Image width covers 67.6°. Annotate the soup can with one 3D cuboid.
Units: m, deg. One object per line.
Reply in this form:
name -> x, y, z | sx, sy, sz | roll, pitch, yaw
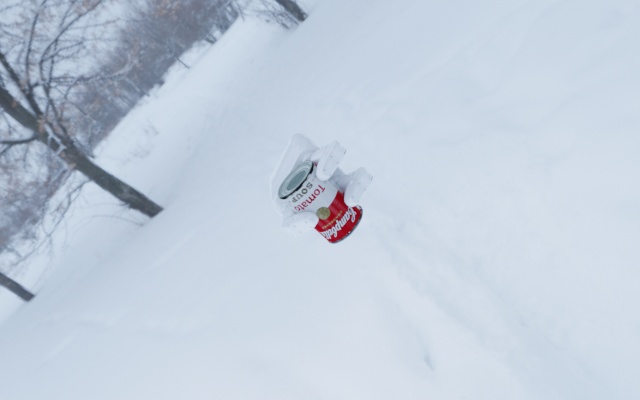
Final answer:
soup can -> 0.000, 0.002, 0.652 | 0.102, 0.068, 0.068 | 43, -19, -22
